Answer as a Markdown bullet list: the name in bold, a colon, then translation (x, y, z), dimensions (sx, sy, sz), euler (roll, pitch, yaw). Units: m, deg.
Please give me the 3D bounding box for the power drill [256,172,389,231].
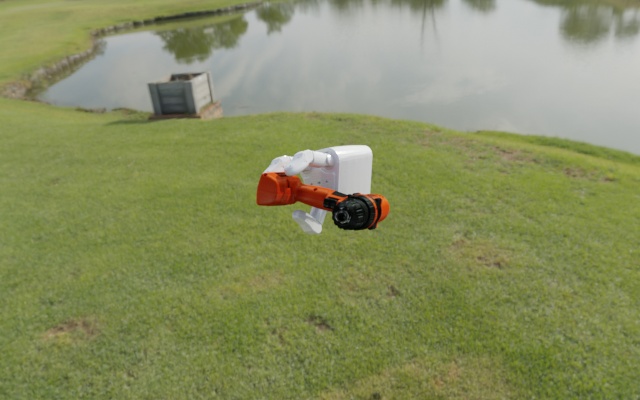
- **power drill**: translation (0.000, 0.002, 0.729), dimensions (0.187, 0.057, 0.184), euler (15, 7, 21)
